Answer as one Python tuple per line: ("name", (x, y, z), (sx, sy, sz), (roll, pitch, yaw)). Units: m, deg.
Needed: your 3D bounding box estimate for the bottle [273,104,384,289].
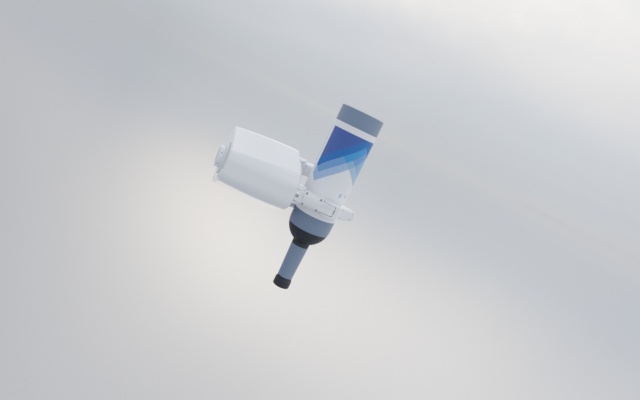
("bottle", (0.000, 0.002, 0.725), (0.069, 0.296, 0.069), (25, 10, -5))
